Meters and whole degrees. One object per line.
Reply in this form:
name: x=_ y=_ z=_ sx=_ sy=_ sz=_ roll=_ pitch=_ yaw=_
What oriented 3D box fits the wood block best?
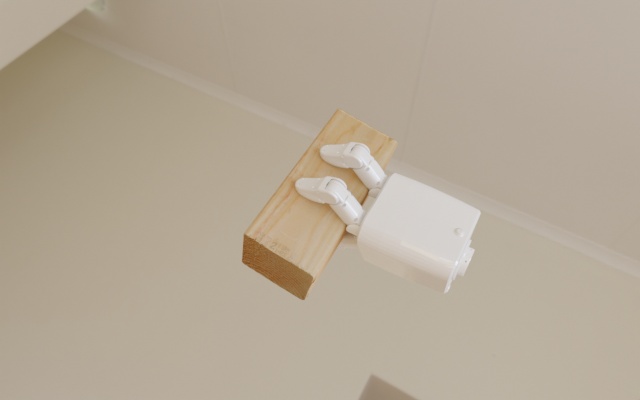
wood block: x=0.000 y=0.002 z=0.577 sx=0.090 sy=0.206 sz=0.091 roll=31 pitch=-29 yaw=7
